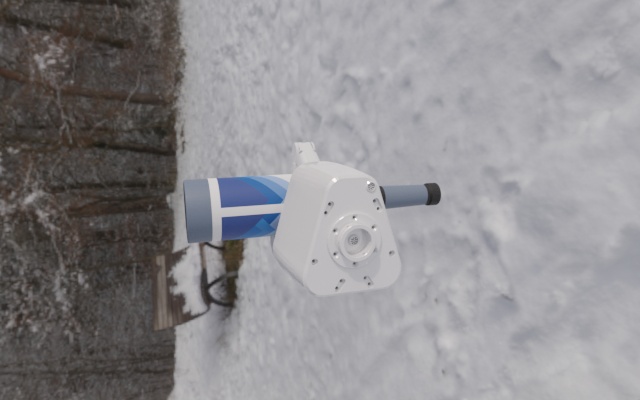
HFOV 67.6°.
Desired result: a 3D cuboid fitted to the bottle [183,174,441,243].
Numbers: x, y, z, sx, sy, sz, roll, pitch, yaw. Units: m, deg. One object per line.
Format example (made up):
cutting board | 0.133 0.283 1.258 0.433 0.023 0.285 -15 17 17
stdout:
bottle | 0.000 0.002 0.539 0.296 0.069 0.069 -4 1 -17
